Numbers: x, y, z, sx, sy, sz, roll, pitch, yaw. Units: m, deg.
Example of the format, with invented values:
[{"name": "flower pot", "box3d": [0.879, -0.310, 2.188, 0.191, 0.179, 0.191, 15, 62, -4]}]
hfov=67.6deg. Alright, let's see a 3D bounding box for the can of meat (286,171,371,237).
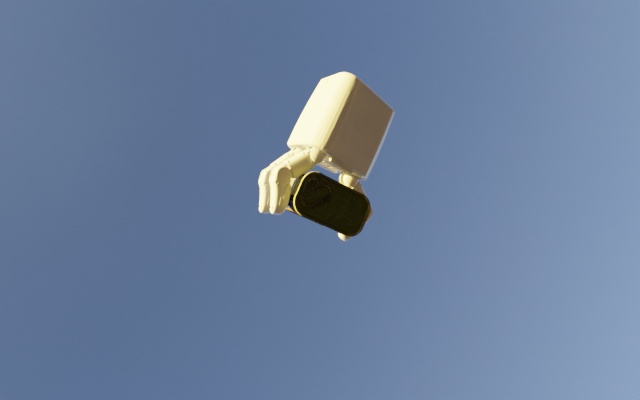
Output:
[{"name": "can of meat", "box3d": [0.000, 0.002, 0.625, 0.102, 0.057, 0.084, 25, -5, -23]}]
